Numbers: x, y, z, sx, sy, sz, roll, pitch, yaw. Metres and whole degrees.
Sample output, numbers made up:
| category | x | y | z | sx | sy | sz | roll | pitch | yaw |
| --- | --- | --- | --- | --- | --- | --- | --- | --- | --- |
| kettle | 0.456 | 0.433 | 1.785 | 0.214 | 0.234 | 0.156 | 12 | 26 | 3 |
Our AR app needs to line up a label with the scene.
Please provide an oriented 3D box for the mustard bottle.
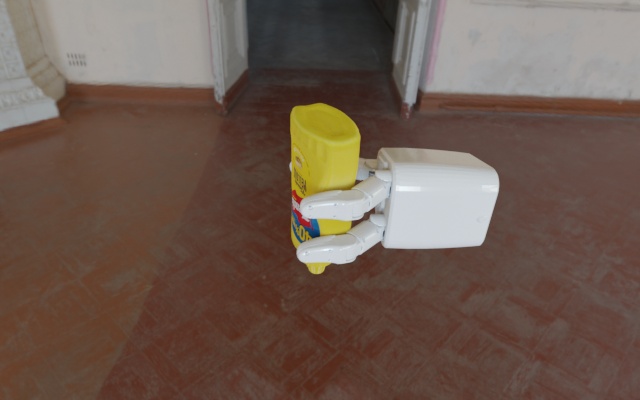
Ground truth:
| category | x | y | z | sx | sy | sz | roll | pitch | yaw |
| --- | --- | --- | --- | --- | --- | --- | --- | --- | --- |
| mustard bottle | 0.000 | 0.001 | 0.509 | 0.058 | 0.192 | 0.096 | -13 | 37 | -22 |
